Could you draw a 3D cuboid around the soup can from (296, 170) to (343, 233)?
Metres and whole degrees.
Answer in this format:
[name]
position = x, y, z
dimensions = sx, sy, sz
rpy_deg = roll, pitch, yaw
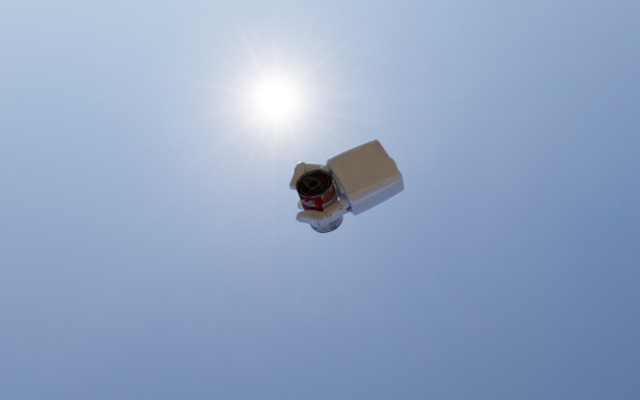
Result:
[soup can]
position = 0.000, 0.003, 0.875
dimensions = 0.068, 0.068, 0.102
rpy_deg = 0, -42, 18
